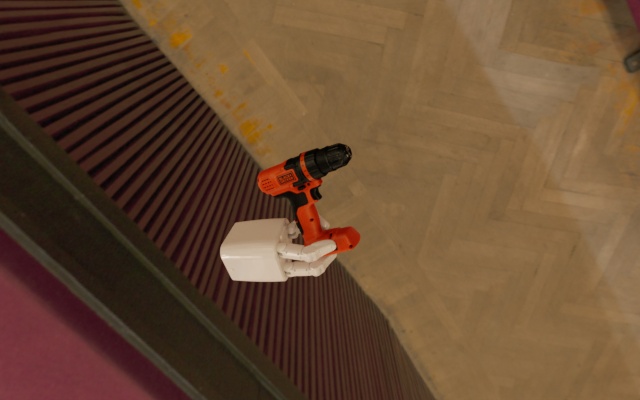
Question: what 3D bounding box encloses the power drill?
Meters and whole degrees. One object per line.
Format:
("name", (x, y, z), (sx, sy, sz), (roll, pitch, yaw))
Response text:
("power drill", (0.000, 0.003, 0.840), (0.184, 0.188, 0.057), (-17, 16, 29))
